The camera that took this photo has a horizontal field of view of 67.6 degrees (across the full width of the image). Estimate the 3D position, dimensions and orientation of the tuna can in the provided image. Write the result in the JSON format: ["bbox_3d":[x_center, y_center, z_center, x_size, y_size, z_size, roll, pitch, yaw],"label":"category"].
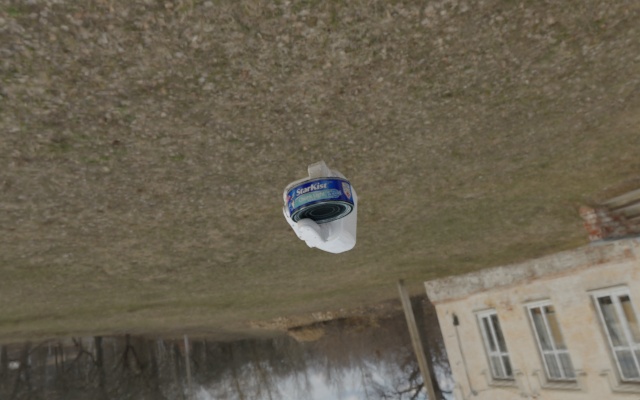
[{"bbox_3d":[0.000,0.003,0.616,0.086,0.033,0.086,-9,-20,-3],"label":"tuna can"}]
